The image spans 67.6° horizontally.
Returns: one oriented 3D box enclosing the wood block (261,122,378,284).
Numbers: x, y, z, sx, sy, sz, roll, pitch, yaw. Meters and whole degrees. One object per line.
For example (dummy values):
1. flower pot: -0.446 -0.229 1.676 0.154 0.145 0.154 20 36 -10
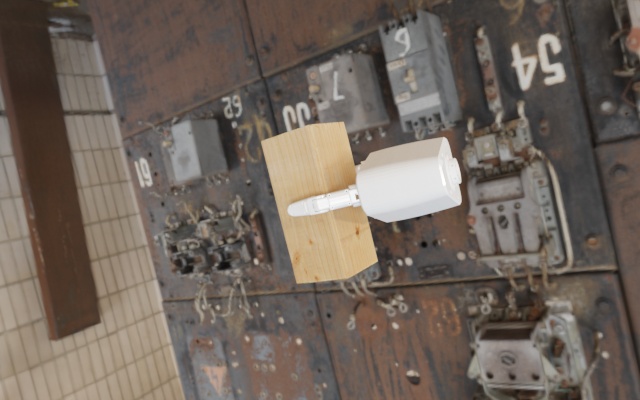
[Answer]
1. wood block: 0.000 0.002 0.673 0.090 0.206 0.091 -12 3 36
